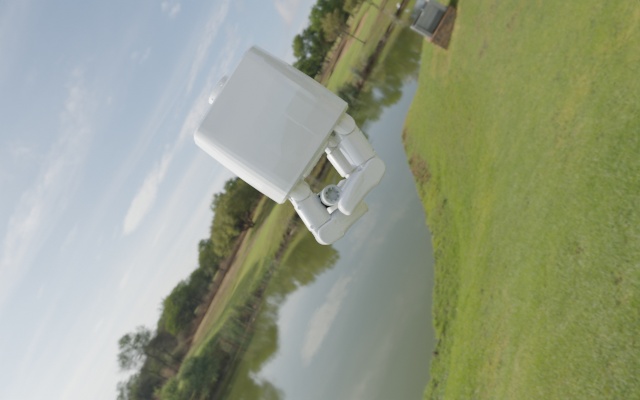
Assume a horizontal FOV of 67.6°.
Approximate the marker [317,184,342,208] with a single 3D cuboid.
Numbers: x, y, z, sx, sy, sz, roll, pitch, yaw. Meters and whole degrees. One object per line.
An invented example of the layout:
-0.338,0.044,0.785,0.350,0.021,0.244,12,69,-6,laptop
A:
0.000,0.002,0.501,0.020,0.020,0.121,0,-7,-11,marker
